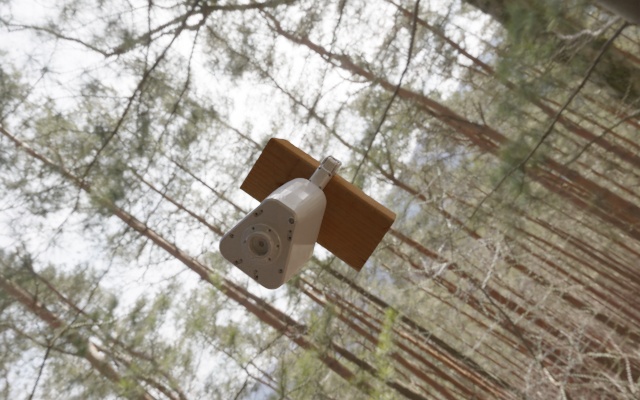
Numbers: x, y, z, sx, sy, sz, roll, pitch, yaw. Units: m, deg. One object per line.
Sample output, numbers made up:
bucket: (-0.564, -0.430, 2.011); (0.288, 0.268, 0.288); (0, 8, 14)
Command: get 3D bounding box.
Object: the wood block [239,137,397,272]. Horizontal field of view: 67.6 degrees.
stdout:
wood block: (0.000, 0.002, 0.699); (0.206, 0.091, 0.090); (35, 10, 6)
